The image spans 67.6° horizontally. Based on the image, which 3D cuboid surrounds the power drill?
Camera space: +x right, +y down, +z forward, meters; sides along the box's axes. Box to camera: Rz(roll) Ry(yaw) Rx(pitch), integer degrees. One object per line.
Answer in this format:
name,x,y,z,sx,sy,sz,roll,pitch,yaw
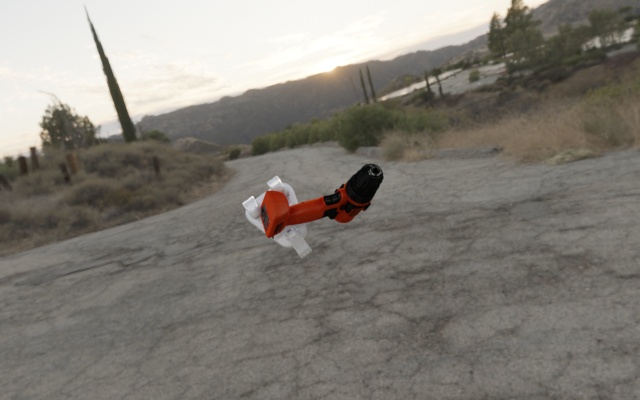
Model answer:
power drill,0.000,0.003,0.795,0.187,0.057,0.184,-10,-22,-20
